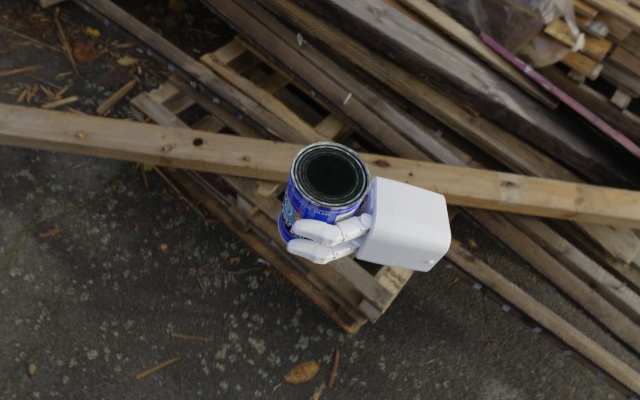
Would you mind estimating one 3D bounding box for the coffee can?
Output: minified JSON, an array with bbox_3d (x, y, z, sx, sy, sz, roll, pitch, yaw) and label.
[{"bbox_3d":[0.000,0.002,0.660,0.103,0.102,0.140,0,-31,-13],"label":"coffee can"}]
